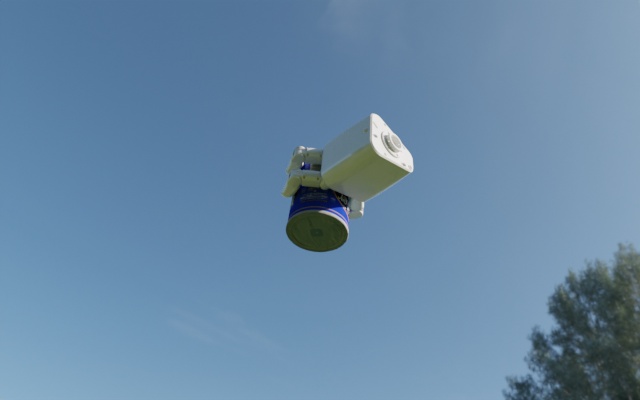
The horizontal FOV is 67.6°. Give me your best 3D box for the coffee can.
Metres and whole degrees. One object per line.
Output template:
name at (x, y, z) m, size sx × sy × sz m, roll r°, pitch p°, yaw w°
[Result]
coffee can at (0.000, 0.003, 0.821) m, size 0.103 × 0.140 × 0.103 m, roll 4°, pitch -42°, yaw 3°
